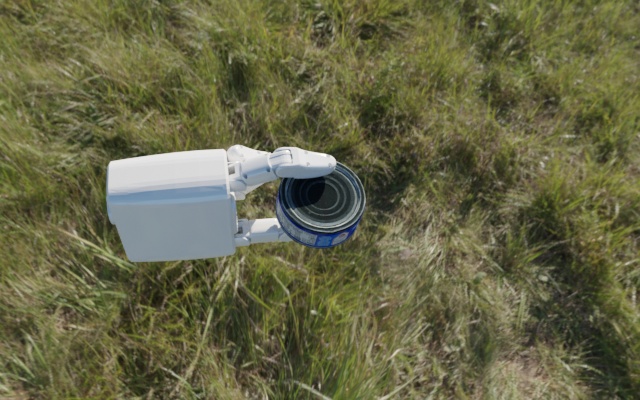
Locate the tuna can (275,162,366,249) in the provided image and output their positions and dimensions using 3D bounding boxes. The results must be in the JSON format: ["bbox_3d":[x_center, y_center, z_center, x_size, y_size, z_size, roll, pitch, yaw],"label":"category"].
[{"bbox_3d":[0.000,0.001,0.465,0.086,0.086,0.034,0,-30,-11],"label":"tuna can"}]
